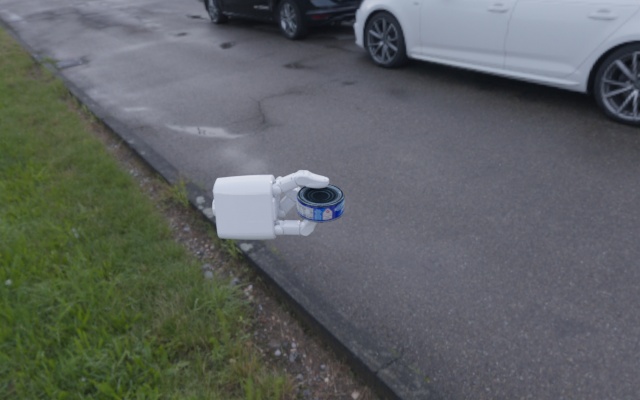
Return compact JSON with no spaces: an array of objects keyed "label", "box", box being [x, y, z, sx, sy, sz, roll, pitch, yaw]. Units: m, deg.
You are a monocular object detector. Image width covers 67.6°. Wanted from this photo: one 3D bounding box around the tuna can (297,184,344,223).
[{"label":"tuna can","box":[0.000,0.002,0.847,0.086,0.034,0.086,0,30,0]}]
